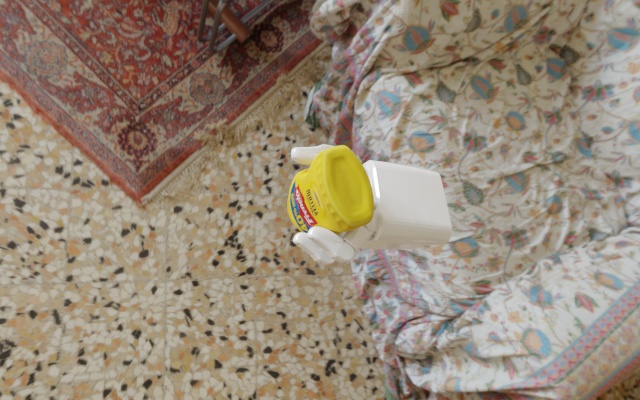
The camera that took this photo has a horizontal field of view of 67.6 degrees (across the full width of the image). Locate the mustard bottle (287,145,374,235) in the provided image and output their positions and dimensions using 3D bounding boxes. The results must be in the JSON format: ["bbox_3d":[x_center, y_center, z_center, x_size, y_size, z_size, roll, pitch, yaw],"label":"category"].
[{"bbox_3d":[0.000,0.002,0.617,0.058,0.096,0.192,-19,-5,-23],"label":"mustard bottle"}]
